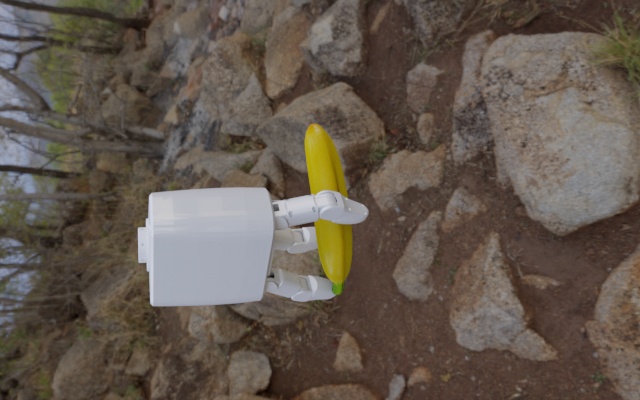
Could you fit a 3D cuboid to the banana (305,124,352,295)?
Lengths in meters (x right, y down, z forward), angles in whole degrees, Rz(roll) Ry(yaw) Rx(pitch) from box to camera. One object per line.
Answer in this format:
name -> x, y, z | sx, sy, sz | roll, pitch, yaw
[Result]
banana -> 0.006, 0.001, 0.513 | 0.037, 0.197, 0.070 | -2, -12, -18
